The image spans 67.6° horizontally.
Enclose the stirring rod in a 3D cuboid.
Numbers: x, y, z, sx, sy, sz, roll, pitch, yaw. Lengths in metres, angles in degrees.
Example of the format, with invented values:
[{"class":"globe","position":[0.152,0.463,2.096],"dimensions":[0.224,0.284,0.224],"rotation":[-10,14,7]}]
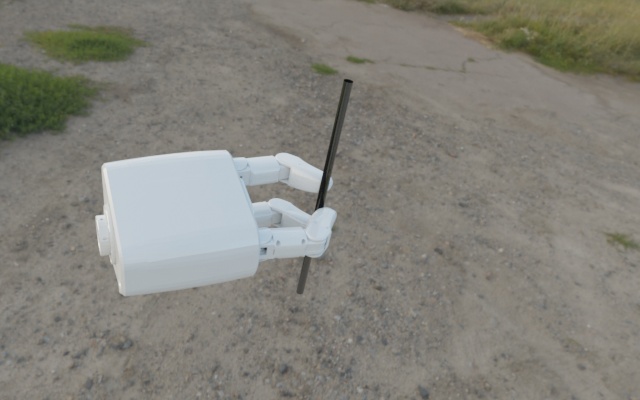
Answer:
[{"class":"stirring rod","position":[0.000,0.002,0.450],"dimensions":[0.011,0.240,0.011],"rotation":[9,34,-6]}]
